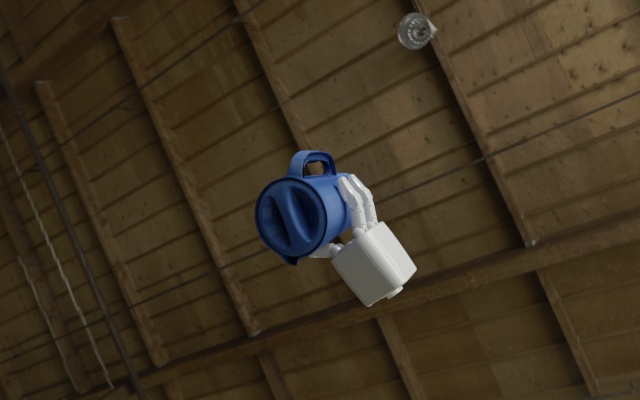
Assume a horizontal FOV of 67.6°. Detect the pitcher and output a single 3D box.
[{"bbox_3d":[0.000,0.003,0.861,0.149,0.145,0.243,-43,-10,24],"label":"pitcher"}]
